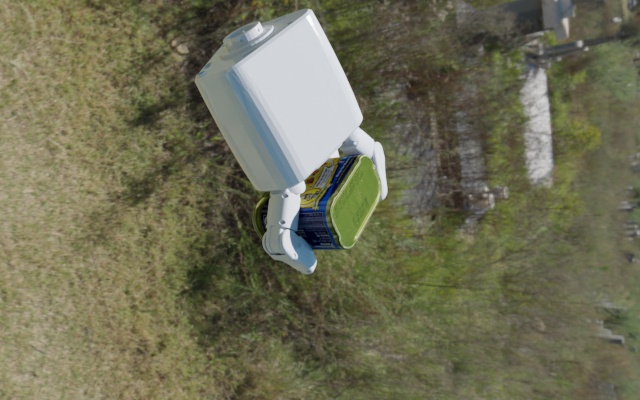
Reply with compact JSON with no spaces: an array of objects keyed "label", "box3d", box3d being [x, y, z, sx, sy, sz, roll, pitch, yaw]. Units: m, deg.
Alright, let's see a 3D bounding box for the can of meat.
[{"label":"can of meat","box3d":[0.000,0.002,0.447,0.084,0.057,0.102,-4,36,35]}]
